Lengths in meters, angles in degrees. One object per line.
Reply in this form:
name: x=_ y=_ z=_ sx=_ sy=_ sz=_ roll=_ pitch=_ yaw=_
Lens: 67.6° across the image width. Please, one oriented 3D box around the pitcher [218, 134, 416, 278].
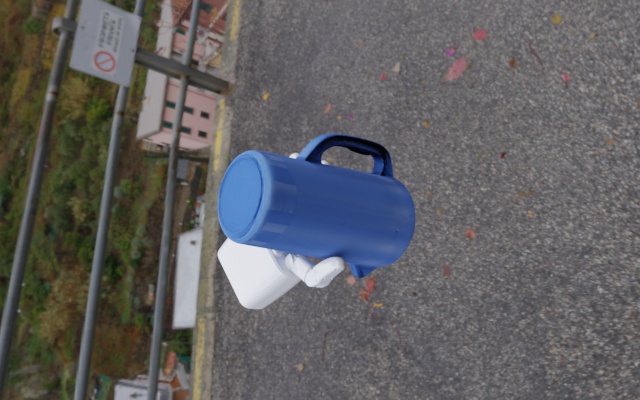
pitcher: x=0.000 y=0.002 z=0.611 sx=0.243 sy=0.149 sz=0.145 roll=12 pitch=-43 yaw=-41
